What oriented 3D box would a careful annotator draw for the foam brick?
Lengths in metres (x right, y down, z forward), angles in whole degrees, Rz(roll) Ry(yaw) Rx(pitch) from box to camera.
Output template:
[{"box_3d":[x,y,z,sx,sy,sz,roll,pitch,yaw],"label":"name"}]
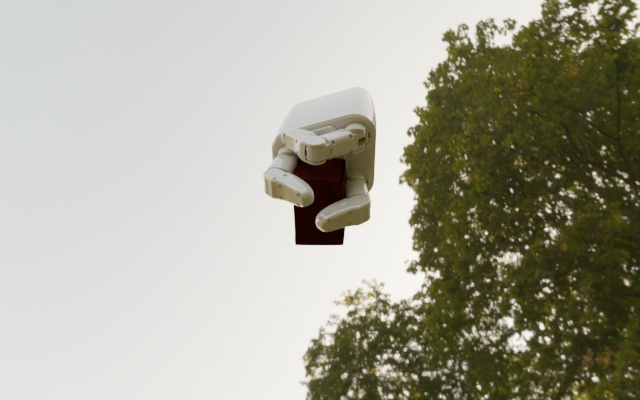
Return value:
[{"box_3d":[0.000,0.002,0.499,0.053,0.078,0.051,2,31,5],"label":"foam brick"}]
